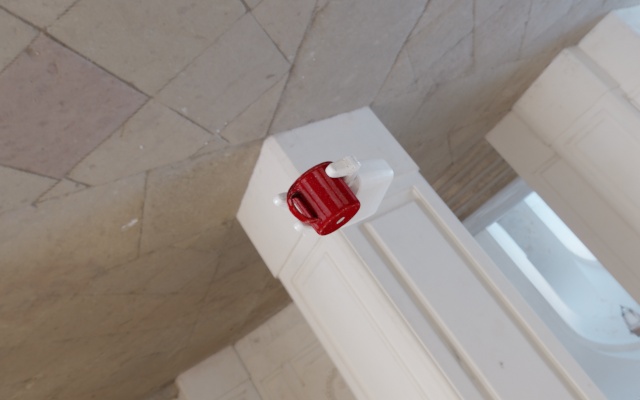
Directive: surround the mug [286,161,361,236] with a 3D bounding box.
[{"bbox_3d":[-0.001,0.003,0.725,0.117,0.081,0.093,-17,-26,-47],"label":"mug"}]
